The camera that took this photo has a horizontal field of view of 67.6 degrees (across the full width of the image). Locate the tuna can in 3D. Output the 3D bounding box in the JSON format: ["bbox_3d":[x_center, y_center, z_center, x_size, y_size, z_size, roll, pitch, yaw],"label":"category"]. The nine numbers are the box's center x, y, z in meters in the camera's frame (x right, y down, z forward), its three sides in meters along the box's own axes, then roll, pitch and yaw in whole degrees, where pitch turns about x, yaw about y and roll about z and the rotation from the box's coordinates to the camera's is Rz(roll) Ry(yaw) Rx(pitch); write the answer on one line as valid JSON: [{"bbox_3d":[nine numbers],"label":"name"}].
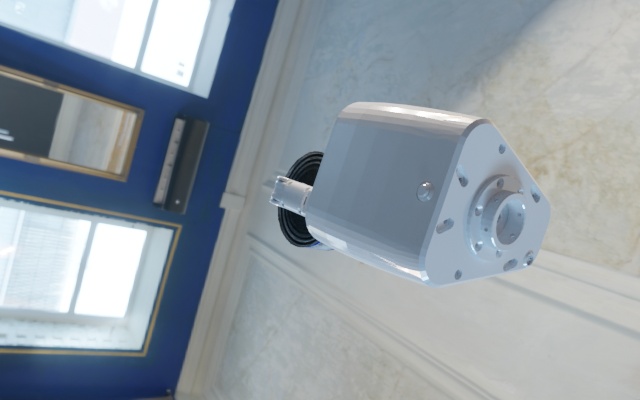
[{"bbox_3d":[0.000,0.001,0.428,0.034,0.086,0.086,14,-9,-39],"label":"tuna can"}]
